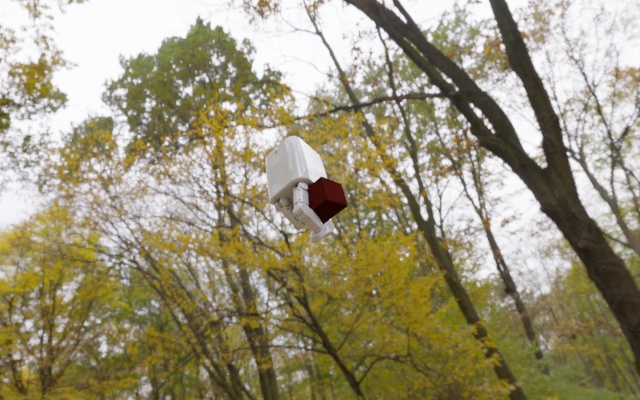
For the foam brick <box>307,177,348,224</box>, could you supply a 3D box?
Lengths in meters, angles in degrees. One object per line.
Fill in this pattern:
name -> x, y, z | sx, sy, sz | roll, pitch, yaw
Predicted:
foam brick -> 0.000, 0.003, 0.854 | 0.053, 0.051, 0.078 | 19, -44, -38
